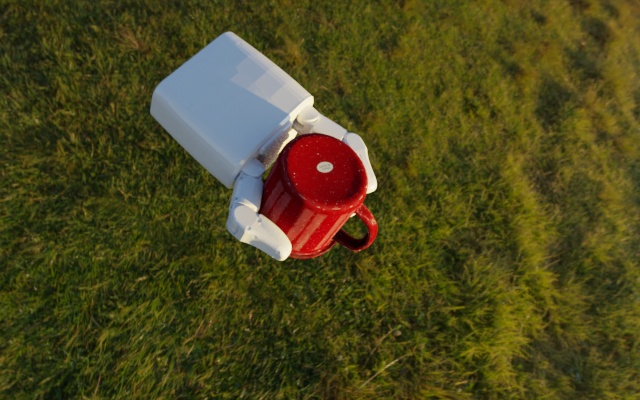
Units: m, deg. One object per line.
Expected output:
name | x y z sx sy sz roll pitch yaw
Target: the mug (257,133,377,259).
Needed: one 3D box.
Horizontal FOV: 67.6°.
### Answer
mug | 0.001 0.002 0.428 0.093 0.117 0.081 -48 -4 -37
